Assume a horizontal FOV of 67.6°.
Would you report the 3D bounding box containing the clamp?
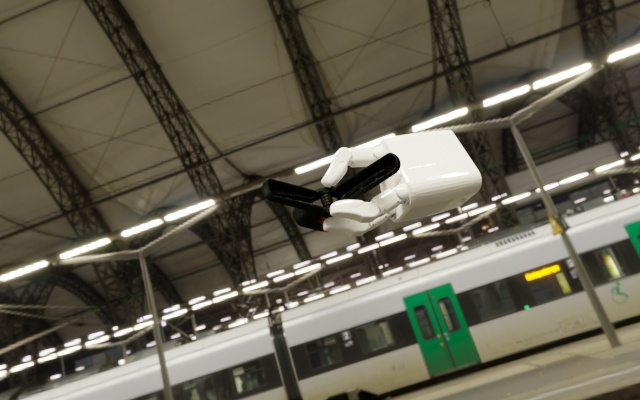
[{"bbox_3d":[0.000,0.001,0.630,0.164,0.036,0.210,-9,-19,-13],"label":"clamp"}]
